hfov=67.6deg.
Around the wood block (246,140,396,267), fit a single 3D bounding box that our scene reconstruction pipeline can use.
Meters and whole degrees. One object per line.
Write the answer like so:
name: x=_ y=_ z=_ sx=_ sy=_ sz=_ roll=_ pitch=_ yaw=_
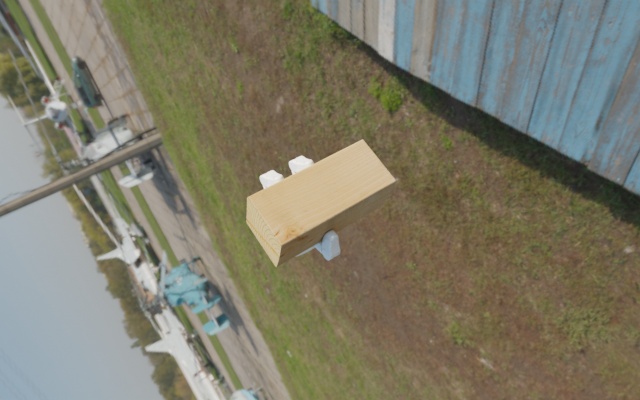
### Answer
wood block: x=0.000 y=0.003 z=0.728 sx=0.206 sy=0.090 sz=0.090 roll=-29 pitch=-19 yaw=-22
